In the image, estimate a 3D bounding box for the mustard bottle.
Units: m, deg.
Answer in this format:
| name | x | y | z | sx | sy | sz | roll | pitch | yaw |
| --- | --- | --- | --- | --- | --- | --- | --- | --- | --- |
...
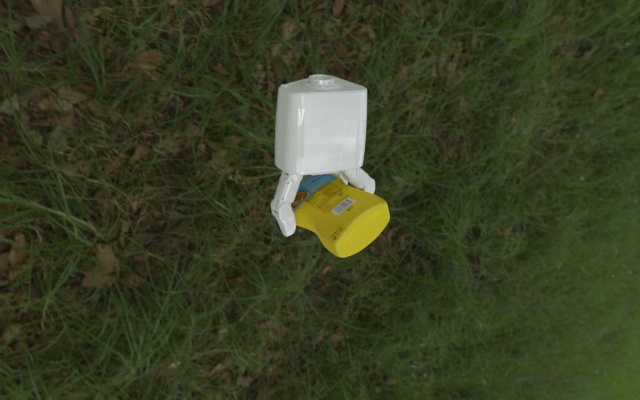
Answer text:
| name | x | y | z | sx | sy | sz | roll | pitch | yaw |
| --- | --- | --- | --- | --- | --- | --- | --- | --- | --- |
| mustard bottle | 0.000 | 0.003 | 0.681 | 0.096 | 0.058 | 0.191 | -38 | 43 | -19 |
